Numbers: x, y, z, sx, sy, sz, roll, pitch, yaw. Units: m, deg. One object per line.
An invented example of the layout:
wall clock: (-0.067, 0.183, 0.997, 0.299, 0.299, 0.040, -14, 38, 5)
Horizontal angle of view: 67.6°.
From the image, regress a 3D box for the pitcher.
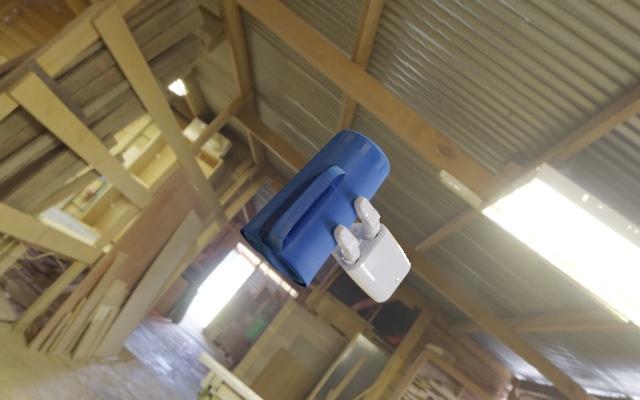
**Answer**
pitcher: (0.000, 0.003, 0.744, 0.149, 0.242, 0.145, 17, -28, 54)
